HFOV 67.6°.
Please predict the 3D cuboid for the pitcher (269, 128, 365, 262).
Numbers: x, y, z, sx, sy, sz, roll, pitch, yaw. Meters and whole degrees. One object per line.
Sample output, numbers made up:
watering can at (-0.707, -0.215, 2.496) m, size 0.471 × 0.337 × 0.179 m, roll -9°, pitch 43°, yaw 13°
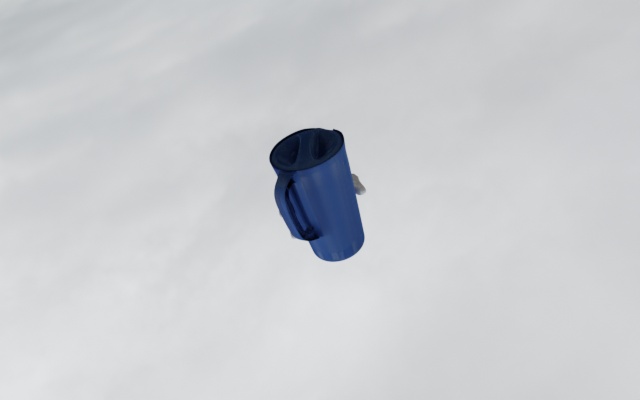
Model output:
pitcher at (0.000, 0.003, 0.871) m, size 0.149 × 0.243 × 0.145 m, roll -22°, pitch 36°, yaw -4°
